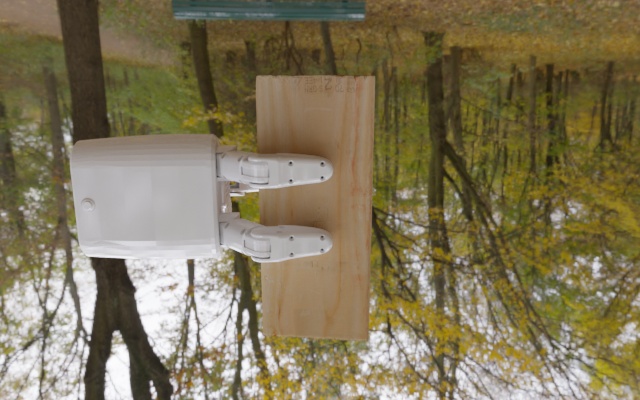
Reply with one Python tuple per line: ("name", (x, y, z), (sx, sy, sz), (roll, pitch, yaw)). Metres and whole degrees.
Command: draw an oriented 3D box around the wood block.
("wood block", (0.000, 0.001, 0.406), (0.090, 0.206, 0.091), (1, 13, 5))
